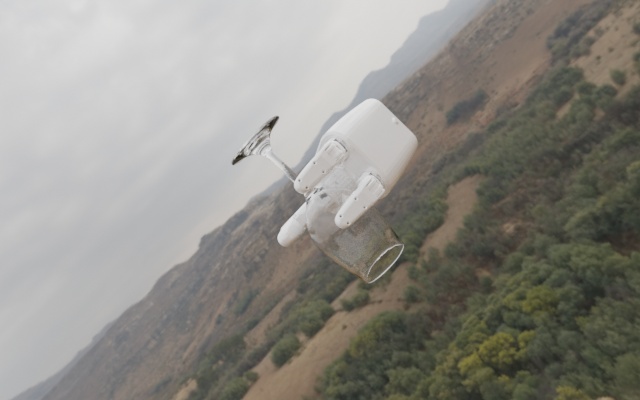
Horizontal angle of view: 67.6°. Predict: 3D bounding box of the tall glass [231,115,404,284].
[{"bbox_3d":[-0.001,0.001,0.530,0.201,0.079,0.079,44,-2,-2],"label":"tall glass"}]
